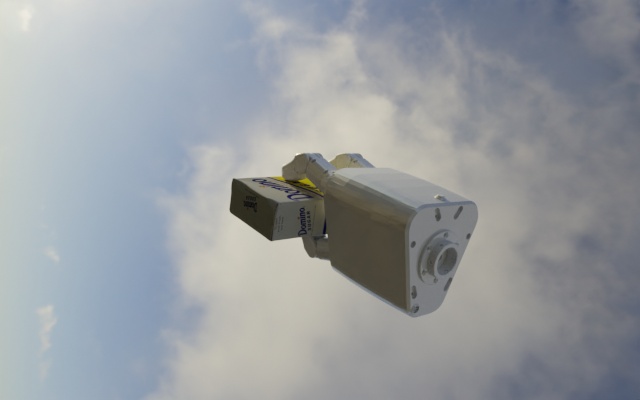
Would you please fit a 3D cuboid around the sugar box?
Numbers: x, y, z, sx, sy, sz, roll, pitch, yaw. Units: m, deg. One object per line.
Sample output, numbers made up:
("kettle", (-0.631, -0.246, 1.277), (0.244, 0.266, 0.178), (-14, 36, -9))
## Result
("sugar box", (0.000, 0.001, 0.526), (0.176, 0.048, 0.093), (-2, 18, -38))
